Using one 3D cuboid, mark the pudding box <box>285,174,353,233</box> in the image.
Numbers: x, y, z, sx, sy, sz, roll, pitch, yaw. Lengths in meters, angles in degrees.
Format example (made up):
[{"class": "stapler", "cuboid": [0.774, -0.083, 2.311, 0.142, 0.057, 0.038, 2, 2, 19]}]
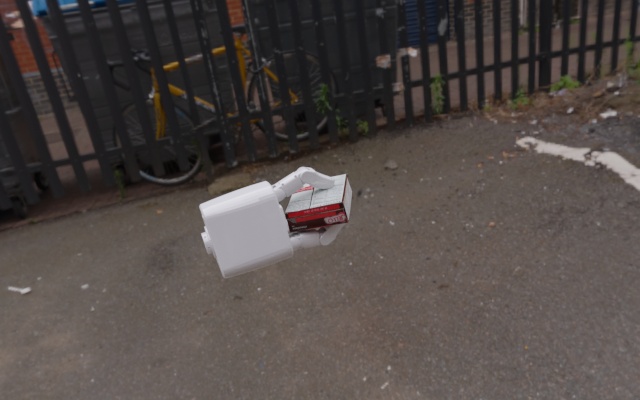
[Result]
[{"class": "pudding box", "cuboid": [0.000, 0.002, 0.731, 0.090, 0.039, 0.113, -10, 25, 12]}]
